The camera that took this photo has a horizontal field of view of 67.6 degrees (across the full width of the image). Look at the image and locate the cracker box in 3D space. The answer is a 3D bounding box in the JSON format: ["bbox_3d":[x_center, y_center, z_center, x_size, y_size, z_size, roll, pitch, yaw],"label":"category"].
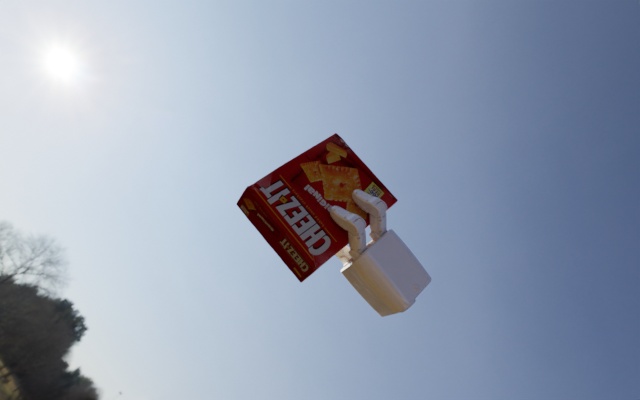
[{"bbox_3d":[0.000,0.003,0.783,0.213,0.164,0.072,-35,-9,-36],"label":"cracker box"}]
